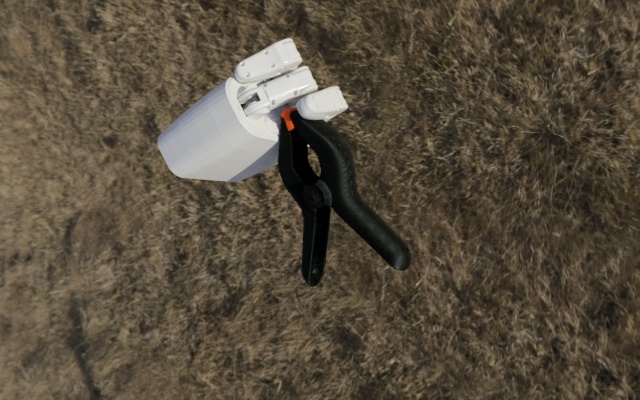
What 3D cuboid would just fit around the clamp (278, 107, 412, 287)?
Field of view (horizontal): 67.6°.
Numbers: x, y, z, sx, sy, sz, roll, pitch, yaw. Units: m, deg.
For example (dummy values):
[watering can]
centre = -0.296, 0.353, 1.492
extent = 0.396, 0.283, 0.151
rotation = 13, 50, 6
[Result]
[clamp]
centre = 0.000, 0.001, 0.439
extent = 0.120, 0.171, 0.039
rotation = -29, -6, 34
